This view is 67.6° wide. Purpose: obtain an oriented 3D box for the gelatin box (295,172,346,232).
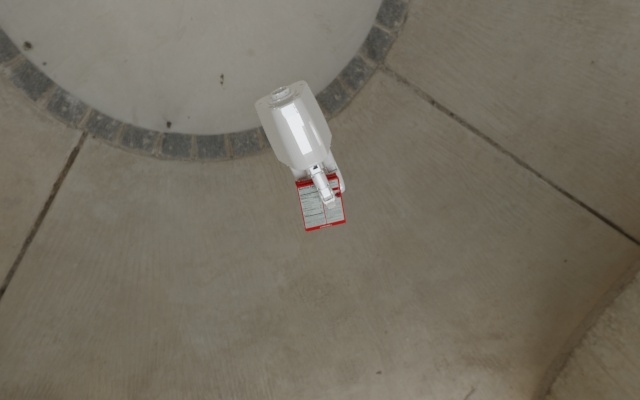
[{"bbox_3d":[0.000,0.003,0.818,0.073,0.089,0.030,-13,23,-6],"label":"gelatin box"}]
